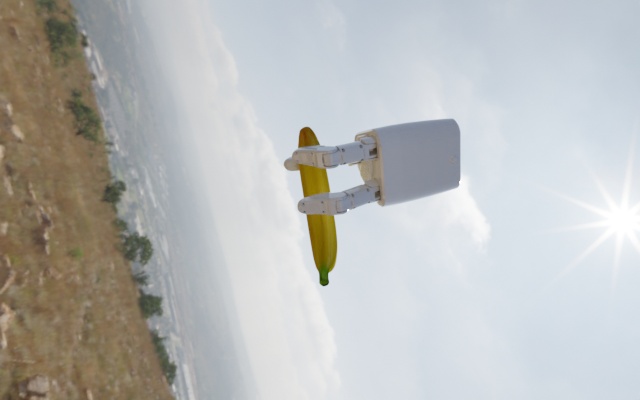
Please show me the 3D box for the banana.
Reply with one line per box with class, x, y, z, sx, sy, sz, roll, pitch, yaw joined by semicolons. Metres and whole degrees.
banana;-0.001;0.006;0.615;0.037;0.198;0.069;-9;-2;-6
